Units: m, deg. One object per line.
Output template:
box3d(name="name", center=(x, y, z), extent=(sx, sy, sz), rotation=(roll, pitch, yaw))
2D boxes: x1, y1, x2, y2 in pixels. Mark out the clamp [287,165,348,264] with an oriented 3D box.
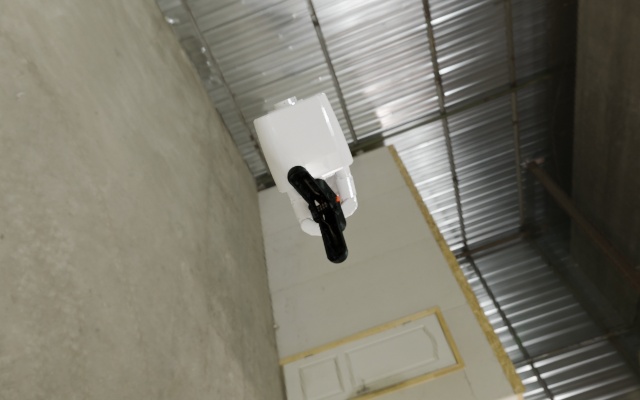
box3d(name="clamp", center=(0.001, 0.002, 0.603), extent=(0.039, 0.120, 0.171), rotation=(-21, 11, 5))
